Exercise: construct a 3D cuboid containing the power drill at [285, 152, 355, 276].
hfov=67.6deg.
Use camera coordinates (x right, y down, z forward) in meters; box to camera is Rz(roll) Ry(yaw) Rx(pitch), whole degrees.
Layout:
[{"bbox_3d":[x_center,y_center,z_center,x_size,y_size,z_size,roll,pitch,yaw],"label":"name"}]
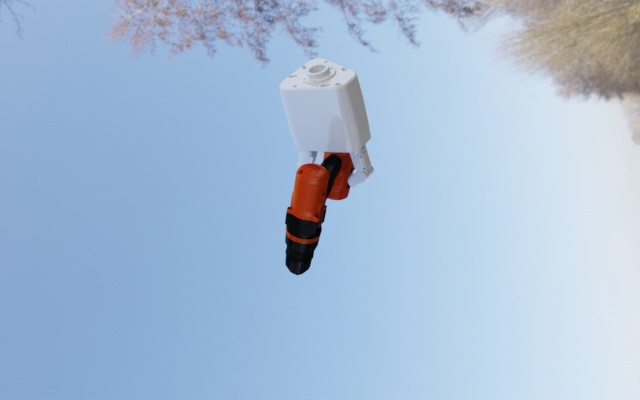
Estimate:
[{"bbox_3d":[0.000,0.002,0.745,0.057,0.184,0.187,18,32,10],"label":"power drill"}]
